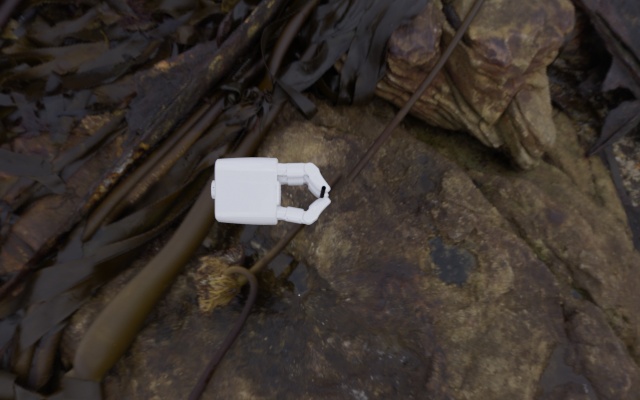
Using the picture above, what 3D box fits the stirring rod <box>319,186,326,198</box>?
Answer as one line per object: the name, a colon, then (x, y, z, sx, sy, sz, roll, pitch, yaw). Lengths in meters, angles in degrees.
stirring rod: (0.000, 0.003, 0.892, 0.011, 0.011, 0.239, 0, -11, -3)
